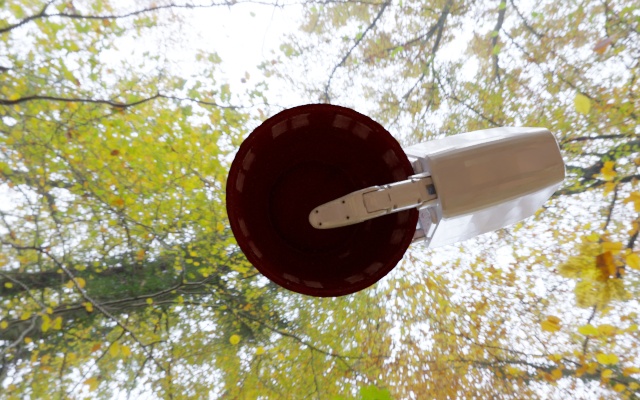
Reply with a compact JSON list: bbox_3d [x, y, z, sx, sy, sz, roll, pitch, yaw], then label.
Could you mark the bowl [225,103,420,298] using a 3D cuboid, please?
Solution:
[{"bbox_3d":[-0.001,0.001,0.414,0.162,0.162,0.055,0,-9,-11],"label":"bowl"}]
